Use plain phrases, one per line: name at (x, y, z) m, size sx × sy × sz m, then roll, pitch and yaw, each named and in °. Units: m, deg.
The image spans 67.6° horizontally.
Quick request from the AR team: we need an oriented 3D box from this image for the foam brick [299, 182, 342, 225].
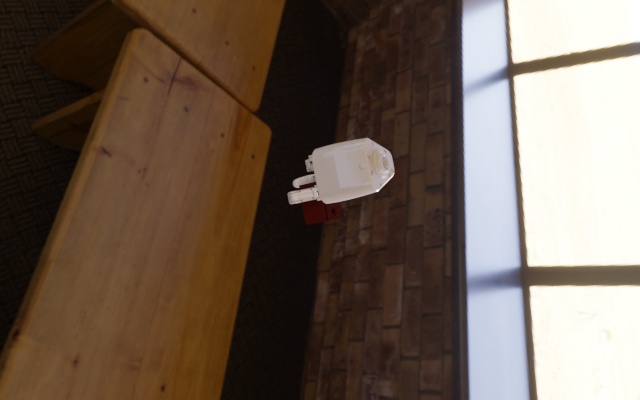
foam brick at (0.000, 0.003, 0.892) m, size 0.051 × 0.078 × 0.053 m, roll -10°, pitch 0°, yaw 31°
